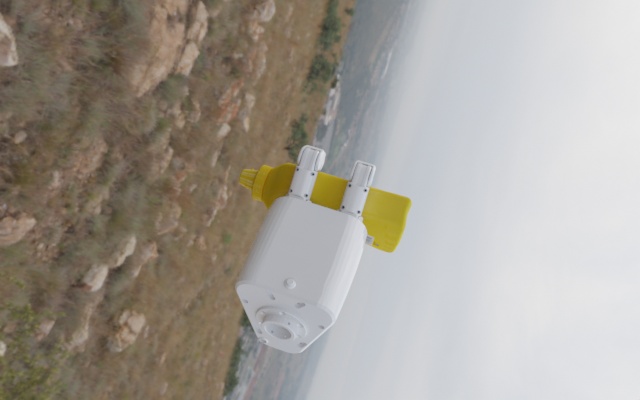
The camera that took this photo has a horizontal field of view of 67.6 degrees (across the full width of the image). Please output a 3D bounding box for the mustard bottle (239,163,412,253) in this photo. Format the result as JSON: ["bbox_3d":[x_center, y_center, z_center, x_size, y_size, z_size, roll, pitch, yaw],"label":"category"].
[{"bbox_3d":[0.000,0.002,0.536,0.191,0.058,0.096,17,-18,6],"label":"mustard bottle"}]
